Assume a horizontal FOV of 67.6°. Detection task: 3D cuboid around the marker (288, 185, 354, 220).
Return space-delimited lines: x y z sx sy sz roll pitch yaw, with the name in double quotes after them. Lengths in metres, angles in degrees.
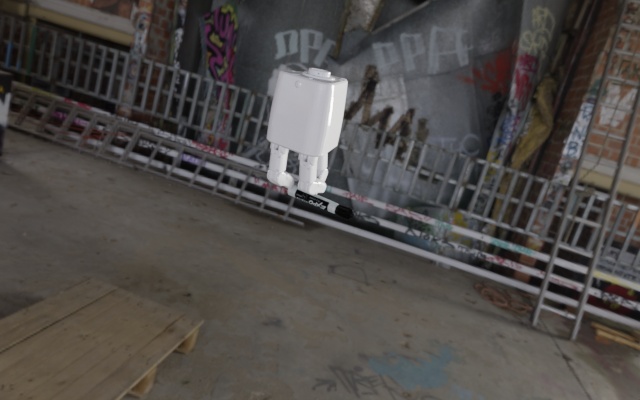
0.000 0.003 0.767 0.121 0.020 0.020 23 11 27 "marker"
